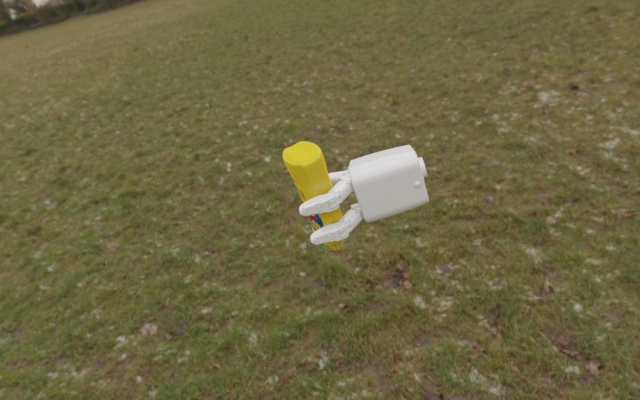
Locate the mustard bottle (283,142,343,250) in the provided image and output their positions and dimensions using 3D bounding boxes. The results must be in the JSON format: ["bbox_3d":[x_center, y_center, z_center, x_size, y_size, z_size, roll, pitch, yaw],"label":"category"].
[{"bbox_3d":[0.000,0.002,0.781,0.058,0.192,0.096,-28,29,-12],"label":"mustard bottle"}]
